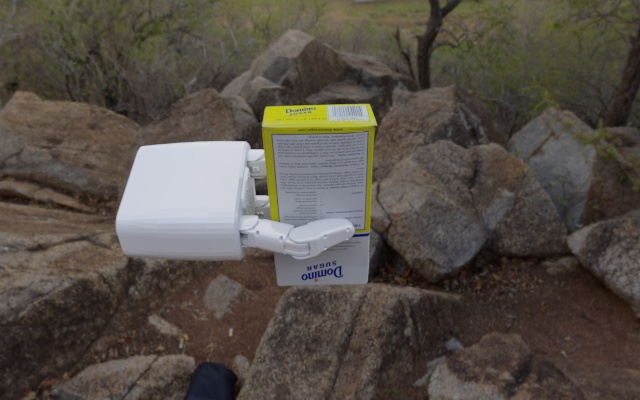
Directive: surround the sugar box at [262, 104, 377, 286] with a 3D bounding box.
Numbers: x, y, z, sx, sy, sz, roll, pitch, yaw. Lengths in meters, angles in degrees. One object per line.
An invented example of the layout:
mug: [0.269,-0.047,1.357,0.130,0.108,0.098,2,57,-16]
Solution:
sugar box: [0.000,0.001,0.442,0.093,0.176,0.048,-1,37,-1]
